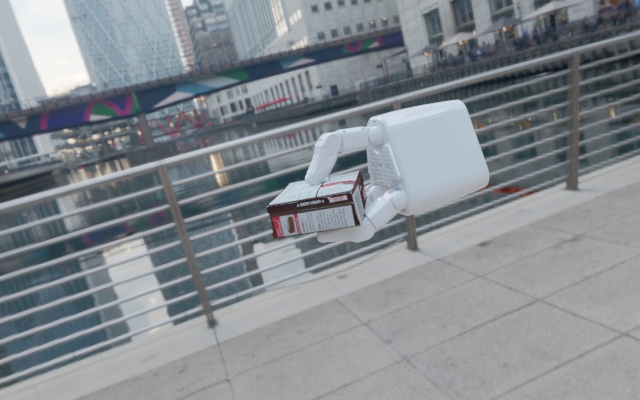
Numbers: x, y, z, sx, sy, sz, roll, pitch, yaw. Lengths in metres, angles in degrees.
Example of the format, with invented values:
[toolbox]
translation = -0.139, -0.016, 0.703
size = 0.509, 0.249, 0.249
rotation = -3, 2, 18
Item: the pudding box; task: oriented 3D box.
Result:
[pudding box]
translation = 0.000, 0.001, 0.511
size = 0.090, 0.039, 0.113
rotation = -10, 11, 11
